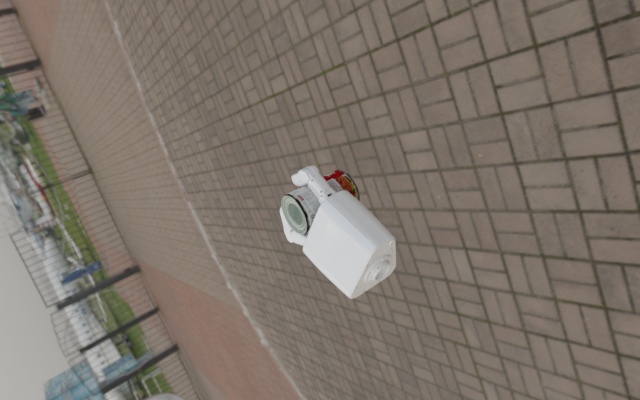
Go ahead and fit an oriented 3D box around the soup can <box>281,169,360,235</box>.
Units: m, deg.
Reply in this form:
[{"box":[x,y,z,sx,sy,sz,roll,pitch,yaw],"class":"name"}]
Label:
[{"box":[0.000,0.002,0.730,0.102,0.068,0.068,-27,14,-29],"class":"soup can"}]
